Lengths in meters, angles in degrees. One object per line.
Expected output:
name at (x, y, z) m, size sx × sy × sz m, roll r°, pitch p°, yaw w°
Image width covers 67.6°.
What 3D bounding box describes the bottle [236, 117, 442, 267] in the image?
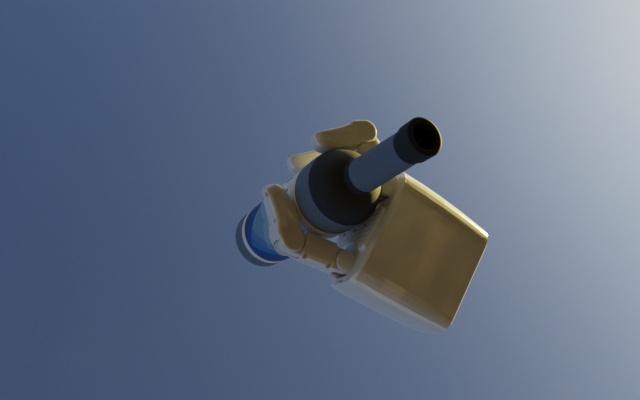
bottle at (0.000, 0.001, 0.425) m, size 0.069 × 0.069 × 0.296 m, roll 0°, pitch -17°, yaw -28°
